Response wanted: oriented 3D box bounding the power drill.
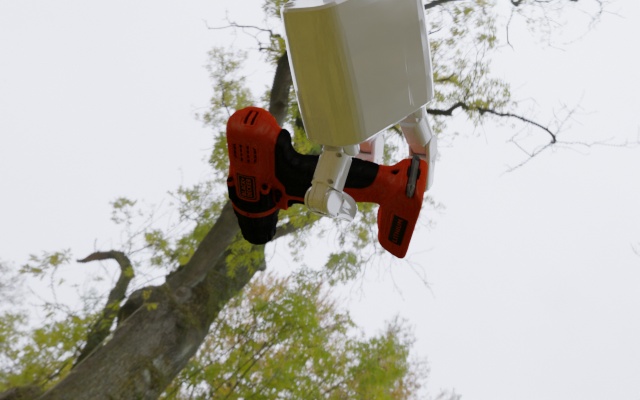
[{"bbox_3d":[0.001,0.001,0.470,0.187,0.057,0.185,12,-37,5],"label":"power drill"}]
